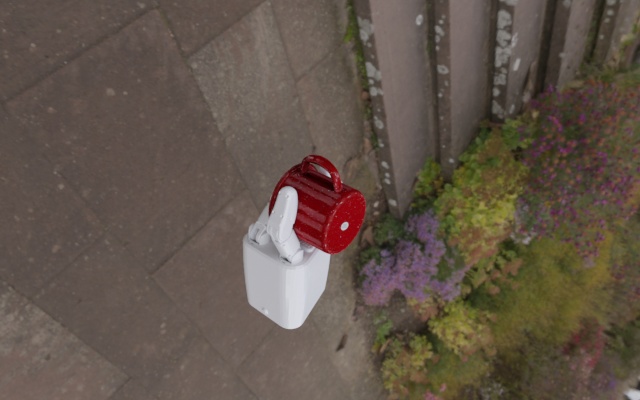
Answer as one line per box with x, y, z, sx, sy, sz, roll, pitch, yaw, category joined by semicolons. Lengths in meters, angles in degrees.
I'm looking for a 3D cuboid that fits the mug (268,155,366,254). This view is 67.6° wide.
0.000;0.001;0.558;0.081;0.117;0.093;26;38;31;mug
